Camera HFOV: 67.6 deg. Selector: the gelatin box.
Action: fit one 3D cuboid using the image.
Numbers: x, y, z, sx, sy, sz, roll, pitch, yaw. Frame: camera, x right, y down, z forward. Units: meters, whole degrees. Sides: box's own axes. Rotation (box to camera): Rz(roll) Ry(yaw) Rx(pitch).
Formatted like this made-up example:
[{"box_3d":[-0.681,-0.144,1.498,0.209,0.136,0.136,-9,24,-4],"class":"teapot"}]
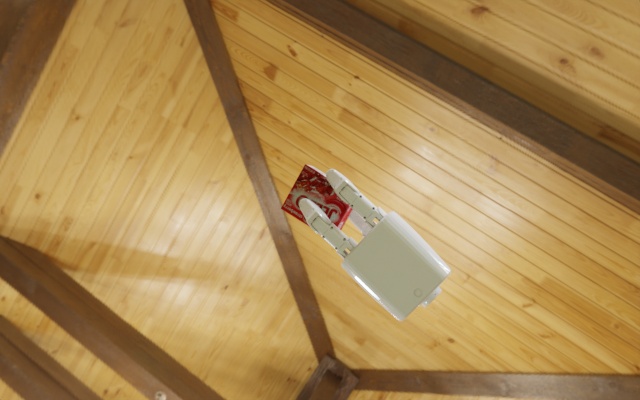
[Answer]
[{"box_3d":[0.000,0.002,0.666,0.089,0.073,0.030,32,7,20],"class":"gelatin box"}]
